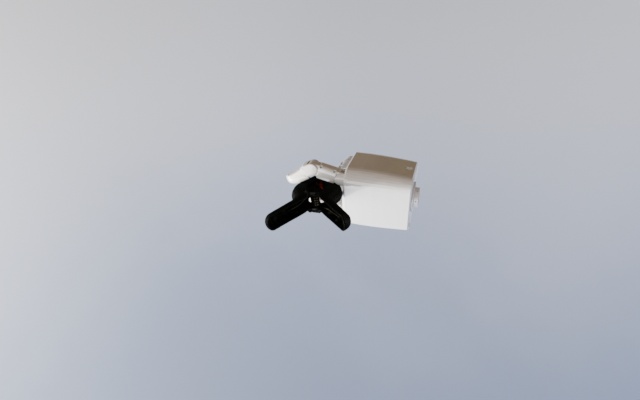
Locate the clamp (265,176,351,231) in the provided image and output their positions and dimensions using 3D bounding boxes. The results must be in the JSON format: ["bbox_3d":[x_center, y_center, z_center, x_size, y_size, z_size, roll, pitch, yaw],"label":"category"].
[{"bbox_3d":[0.000,0.003,0.722,0.120,0.039,0.171,9,29,14],"label":"clamp"}]
